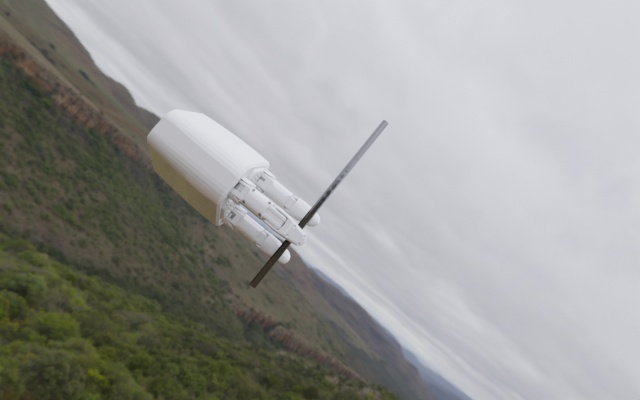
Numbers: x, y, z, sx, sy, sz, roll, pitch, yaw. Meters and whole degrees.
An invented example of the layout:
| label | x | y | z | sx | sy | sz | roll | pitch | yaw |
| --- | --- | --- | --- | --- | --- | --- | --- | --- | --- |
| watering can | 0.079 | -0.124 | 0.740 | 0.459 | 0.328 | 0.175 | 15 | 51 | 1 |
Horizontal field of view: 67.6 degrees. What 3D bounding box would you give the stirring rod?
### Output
| label | x | y | z | sx | sy | sz | roll | pitch | yaw |
| --- | --- | --- | --- | --- | --- | --- | --- | --- | --- |
| stirring rod | 0.000 | 0.002 | 0.539 | 0.011 | 0.239 | 0.011 | 39 | -6 | 5 |
